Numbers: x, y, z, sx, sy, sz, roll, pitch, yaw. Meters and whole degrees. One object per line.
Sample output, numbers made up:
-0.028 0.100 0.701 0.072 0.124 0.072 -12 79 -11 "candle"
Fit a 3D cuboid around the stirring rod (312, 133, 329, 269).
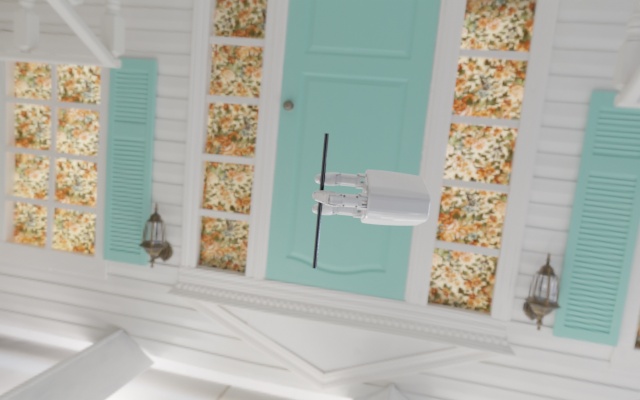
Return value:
0.000 0.003 0.840 0.011 0.239 0.011 5 9 -1 "stirring rod"
